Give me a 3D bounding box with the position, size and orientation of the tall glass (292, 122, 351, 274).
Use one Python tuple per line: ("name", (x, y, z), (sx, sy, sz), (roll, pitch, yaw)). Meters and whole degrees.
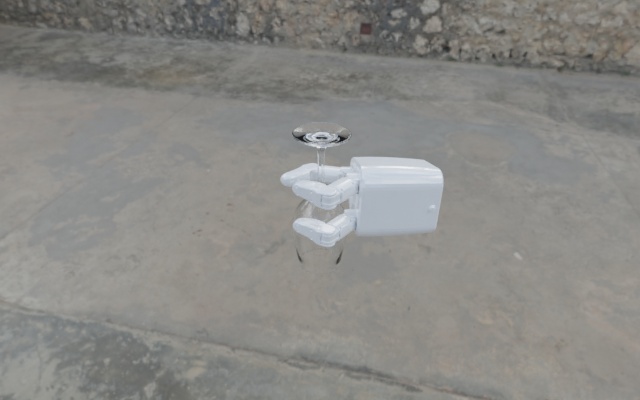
("tall glass", (0.000, 0.001, 0.644), (0.079, 0.201, 0.079), (1, 31, -1))
